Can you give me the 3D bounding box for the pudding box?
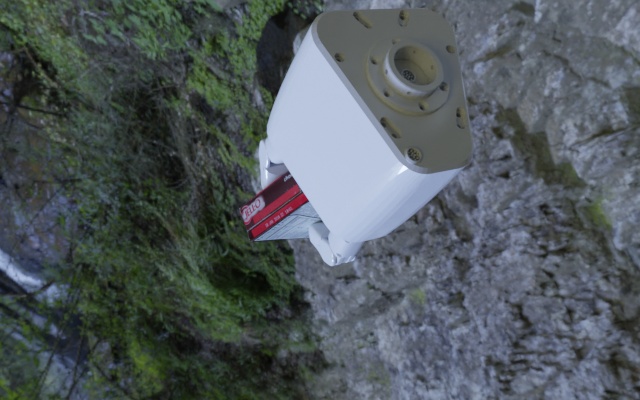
[{"bbox_3d":[0.000,0.002,0.422,0.090,0.039,0.113,-33,-24,36],"label":"pudding box"}]
